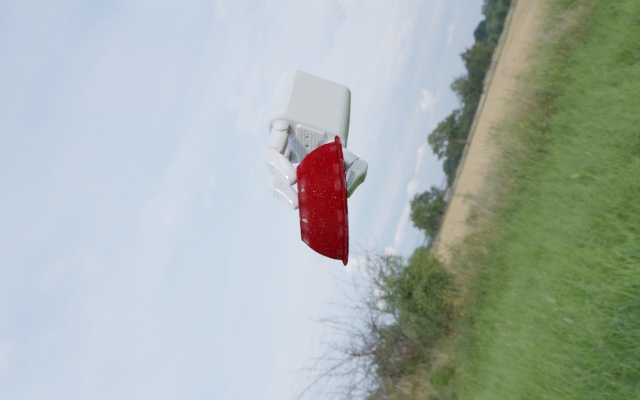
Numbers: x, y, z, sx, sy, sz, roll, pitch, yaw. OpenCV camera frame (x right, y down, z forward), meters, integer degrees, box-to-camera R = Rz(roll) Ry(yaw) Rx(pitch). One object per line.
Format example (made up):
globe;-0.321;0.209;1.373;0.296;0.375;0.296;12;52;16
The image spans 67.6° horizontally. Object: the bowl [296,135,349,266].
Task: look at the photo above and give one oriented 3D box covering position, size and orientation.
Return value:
bowl;0.000;0.003;0.588;0.055;0.162;0.162;-4;0;-2
